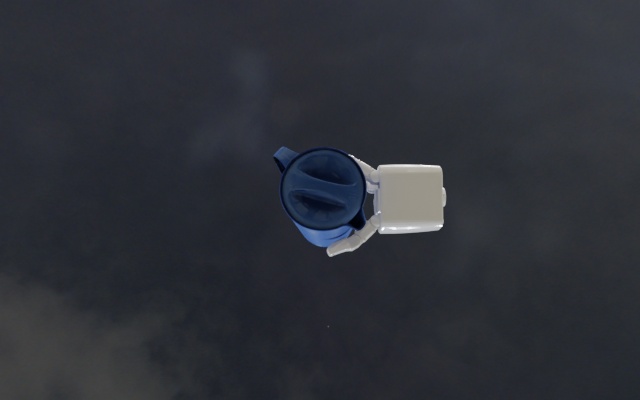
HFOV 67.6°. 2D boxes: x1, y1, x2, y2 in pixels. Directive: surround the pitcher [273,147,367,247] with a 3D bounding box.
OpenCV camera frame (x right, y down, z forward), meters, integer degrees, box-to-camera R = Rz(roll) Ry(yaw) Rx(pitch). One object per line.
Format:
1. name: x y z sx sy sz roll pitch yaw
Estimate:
1. pitcher: 0.000 0.003 0.834 0.145 0.149 0.243 -3 -15 1
